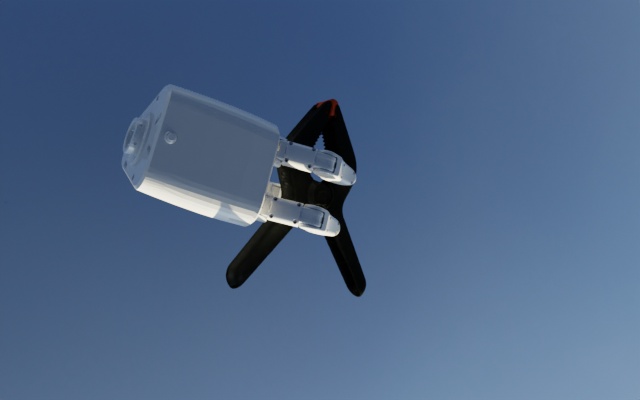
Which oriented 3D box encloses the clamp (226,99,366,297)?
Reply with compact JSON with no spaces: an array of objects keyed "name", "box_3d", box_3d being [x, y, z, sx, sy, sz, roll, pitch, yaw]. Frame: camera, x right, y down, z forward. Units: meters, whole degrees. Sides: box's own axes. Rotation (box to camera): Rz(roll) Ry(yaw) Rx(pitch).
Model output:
[{"name":"clamp","box_3d":[0.000,0.001,0.501,0.164,0.210,0.036,20,-11,-35]}]
